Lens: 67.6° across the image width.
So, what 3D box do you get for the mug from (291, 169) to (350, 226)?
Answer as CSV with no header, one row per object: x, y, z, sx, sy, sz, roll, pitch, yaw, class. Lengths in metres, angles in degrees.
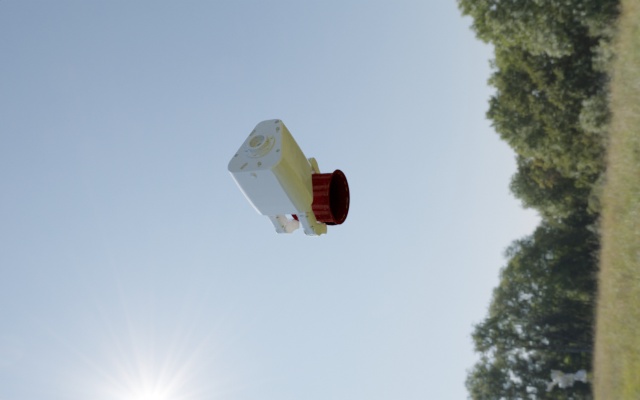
0.000,0.004,0.822,0.081,0.093,0.117,-2,-39,26,mug
